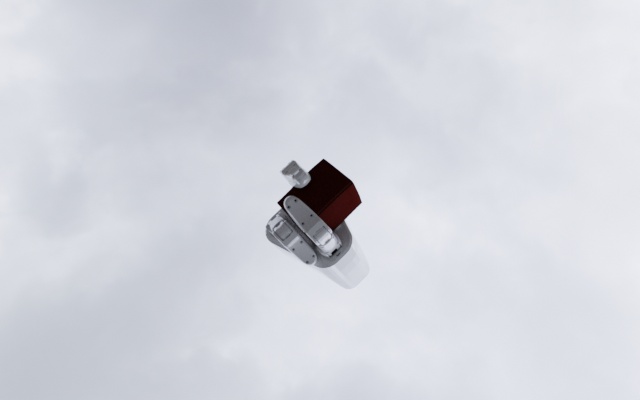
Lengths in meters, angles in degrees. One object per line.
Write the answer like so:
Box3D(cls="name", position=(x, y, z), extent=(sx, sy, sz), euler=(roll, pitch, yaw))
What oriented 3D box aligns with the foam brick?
Box3D(cls="foam brick", position=(0.000, 0.002, 0.554), extent=(0.053, 0.078, 0.051), euler=(44, -5, 33))
